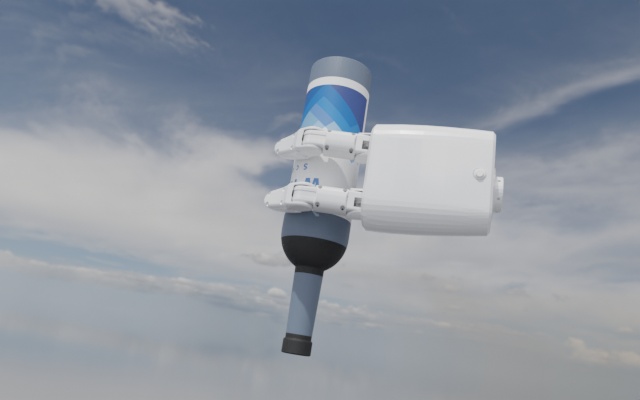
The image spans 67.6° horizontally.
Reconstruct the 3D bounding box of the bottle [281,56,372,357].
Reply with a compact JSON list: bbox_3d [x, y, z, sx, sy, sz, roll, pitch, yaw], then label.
[{"bbox_3d":[0.000,0.001,0.478,0.069,0.295,0.069,9,-16,3],"label":"bottle"}]
